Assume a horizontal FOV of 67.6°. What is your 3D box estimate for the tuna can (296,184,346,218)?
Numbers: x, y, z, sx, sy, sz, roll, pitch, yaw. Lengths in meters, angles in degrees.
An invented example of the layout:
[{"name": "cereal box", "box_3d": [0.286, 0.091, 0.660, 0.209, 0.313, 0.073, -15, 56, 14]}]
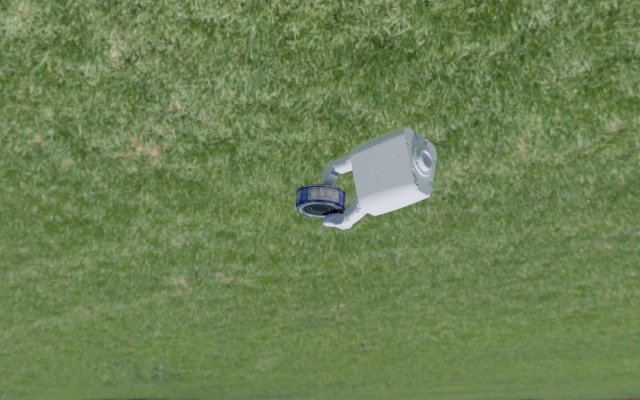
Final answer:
[{"name": "tuna can", "box_3d": [0.000, 0.003, 0.819, 0.086, 0.033, 0.086, 3, -20, 1]}]
